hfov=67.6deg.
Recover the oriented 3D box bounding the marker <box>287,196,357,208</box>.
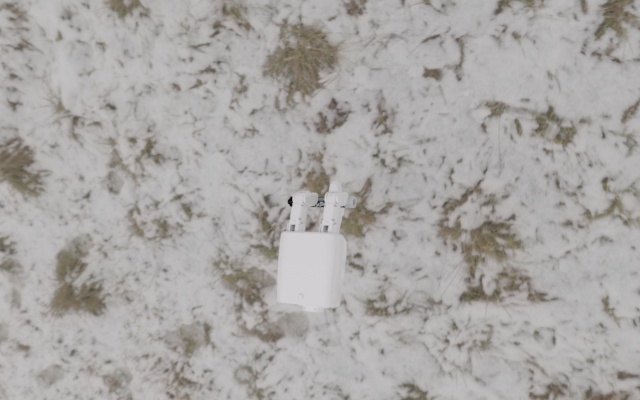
[{"bbox_3d":[0.000,0.003,0.790,0.121,0.020,0.020,0,0,25],"label":"marker"}]
